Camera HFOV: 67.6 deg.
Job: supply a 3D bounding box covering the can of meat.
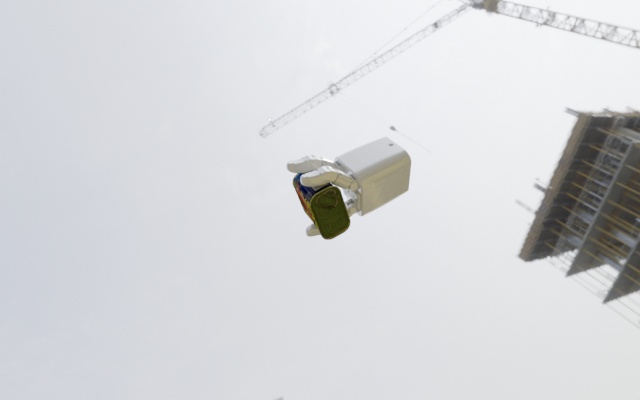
[{"bbox_3d":[0.000,0.003,0.817,0.057,0.102,0.084,-29,39,-10],"label":"can of meat"}]
